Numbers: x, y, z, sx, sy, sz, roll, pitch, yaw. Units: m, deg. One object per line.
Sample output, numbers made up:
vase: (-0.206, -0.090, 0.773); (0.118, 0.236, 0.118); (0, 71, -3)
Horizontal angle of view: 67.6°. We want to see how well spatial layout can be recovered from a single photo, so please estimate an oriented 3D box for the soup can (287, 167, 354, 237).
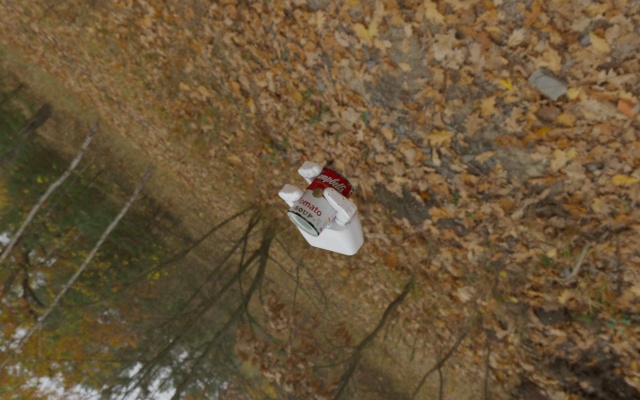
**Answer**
soup can: (0.000, 0.003, 0.808); (0.068, 0.102, 0.068); (35, -17, 13)
